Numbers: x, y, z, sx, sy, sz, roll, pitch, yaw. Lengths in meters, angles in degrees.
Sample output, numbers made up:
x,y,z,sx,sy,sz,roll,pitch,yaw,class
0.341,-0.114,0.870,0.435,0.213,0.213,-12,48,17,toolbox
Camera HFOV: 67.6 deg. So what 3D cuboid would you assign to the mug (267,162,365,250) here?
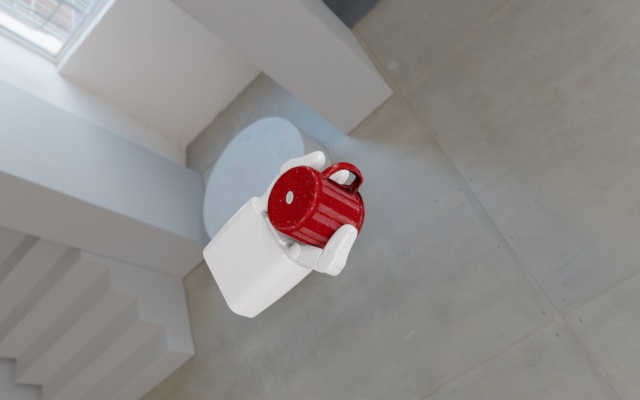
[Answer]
x,y,z,sx,sy,sz,roll,pitch,yaw,class
0.001,0.001,0.558,0.117,0.093,0.081,-44,-43,17,mug
